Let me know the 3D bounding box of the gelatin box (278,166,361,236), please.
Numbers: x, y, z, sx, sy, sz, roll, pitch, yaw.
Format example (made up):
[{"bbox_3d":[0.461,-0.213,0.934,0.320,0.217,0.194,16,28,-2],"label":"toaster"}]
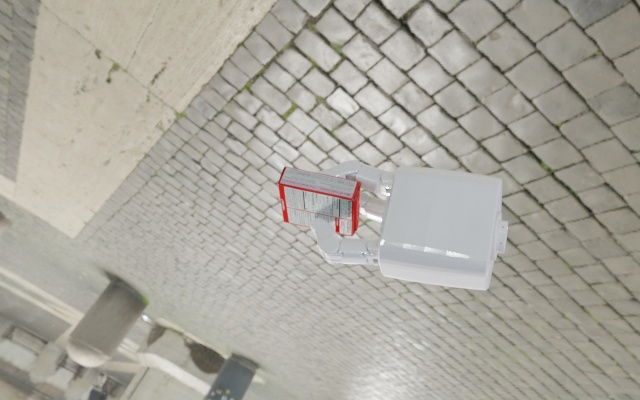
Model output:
[{"bbox_3d":[0.000,0.002,0.539,0.089,0.030,0.073,11,-35,11],"label":"gelatin box"}]
